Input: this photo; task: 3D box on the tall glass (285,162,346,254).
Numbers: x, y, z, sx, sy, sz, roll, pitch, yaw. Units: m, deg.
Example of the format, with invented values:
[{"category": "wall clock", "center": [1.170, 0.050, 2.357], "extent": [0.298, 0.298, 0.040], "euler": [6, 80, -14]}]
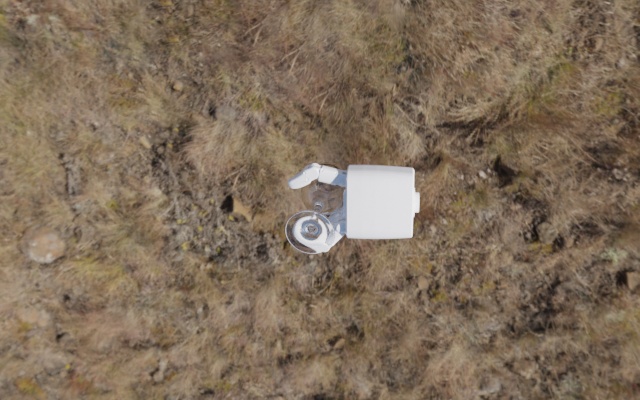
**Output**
[{"category": "tall glass", "center": [0.000, 0.003, 0.789], "extent": [0.079, 0.079, 0.201], "euler": [0, 27, 10]}]
